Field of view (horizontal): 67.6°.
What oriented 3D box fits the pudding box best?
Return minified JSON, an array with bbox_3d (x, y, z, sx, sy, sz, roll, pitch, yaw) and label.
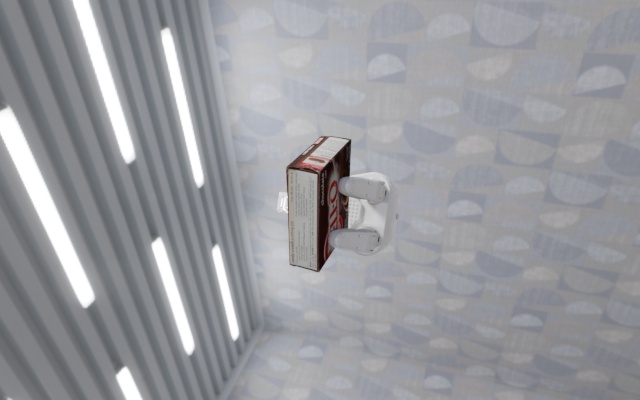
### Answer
[{"bbox_3d":[0.000,0.002,0.486,0.039,0.113,0.090,8,29,19],"label":"pudding box"}]
